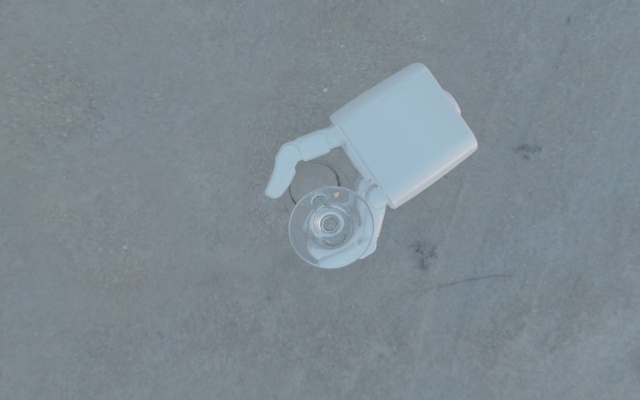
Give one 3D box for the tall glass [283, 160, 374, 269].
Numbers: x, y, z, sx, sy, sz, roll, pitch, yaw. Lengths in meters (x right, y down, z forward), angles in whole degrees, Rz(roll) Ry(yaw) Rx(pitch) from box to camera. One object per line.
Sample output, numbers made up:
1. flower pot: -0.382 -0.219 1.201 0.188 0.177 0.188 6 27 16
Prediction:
1. tall glass: 0.000 0.002 0.504 0.079 0.079 0.201 0 13 -6
